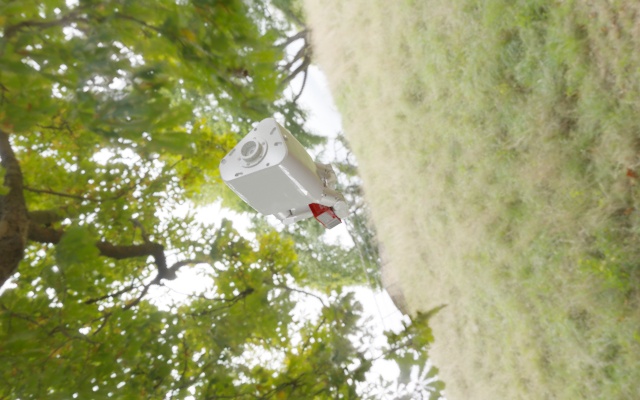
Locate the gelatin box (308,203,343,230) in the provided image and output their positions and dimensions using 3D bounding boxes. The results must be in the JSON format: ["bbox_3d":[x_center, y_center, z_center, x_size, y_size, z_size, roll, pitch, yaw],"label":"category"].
[{"bbox_3d":[0.000,0.003,0.794,0.030,0.073,0.089,-30,-24,7],"label":"gelatin box"}]
